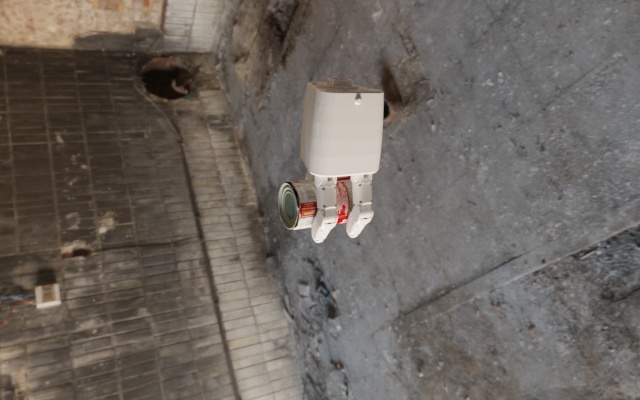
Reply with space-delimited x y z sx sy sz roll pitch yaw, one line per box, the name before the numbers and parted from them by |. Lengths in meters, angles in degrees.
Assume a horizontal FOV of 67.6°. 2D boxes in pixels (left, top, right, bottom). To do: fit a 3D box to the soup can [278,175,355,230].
soup can | 0.000 0.003 0.668 0.102 0.068 0.068 -6 3 -27
